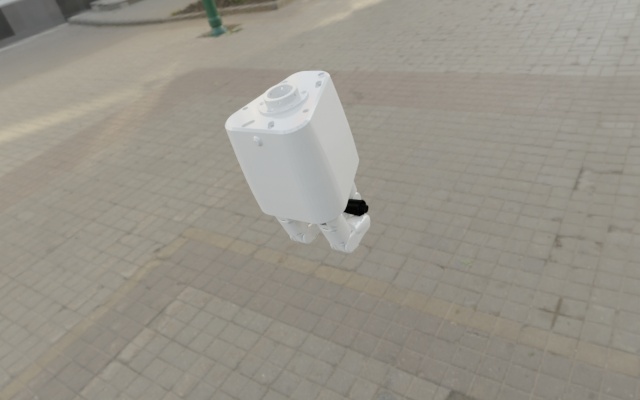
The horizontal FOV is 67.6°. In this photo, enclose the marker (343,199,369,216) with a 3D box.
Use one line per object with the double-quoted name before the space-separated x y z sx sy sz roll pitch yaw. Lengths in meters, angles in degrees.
"marker" 0.000 0.002 0.551 0.121 0.020 0.020 9 5 33
